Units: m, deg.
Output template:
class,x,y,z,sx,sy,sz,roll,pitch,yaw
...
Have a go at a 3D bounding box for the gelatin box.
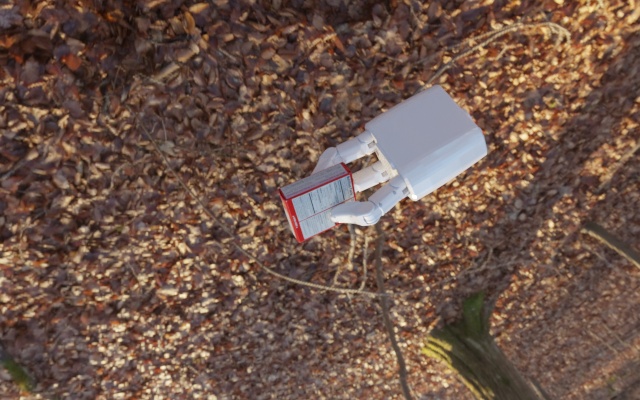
class,x,y,z,sx,sy,sz,roll,pitch,yaw
gelatin box,0.000,0.002,0.589,0.089,0.073,0.030,-24,42,-10
